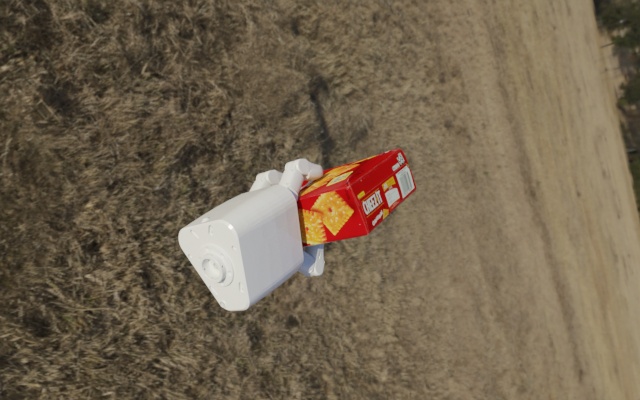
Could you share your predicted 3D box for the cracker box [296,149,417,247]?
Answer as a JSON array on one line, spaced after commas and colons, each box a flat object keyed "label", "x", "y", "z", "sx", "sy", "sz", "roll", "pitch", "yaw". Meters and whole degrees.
[{"label": "cracker box", "x": 0.000, "y": 0.002, "z": 0.655, "sx": 0.214, "sy": 0.072, "sz": 0.164, "roll": -13, "pitch": 13, "yaw": 36}]
